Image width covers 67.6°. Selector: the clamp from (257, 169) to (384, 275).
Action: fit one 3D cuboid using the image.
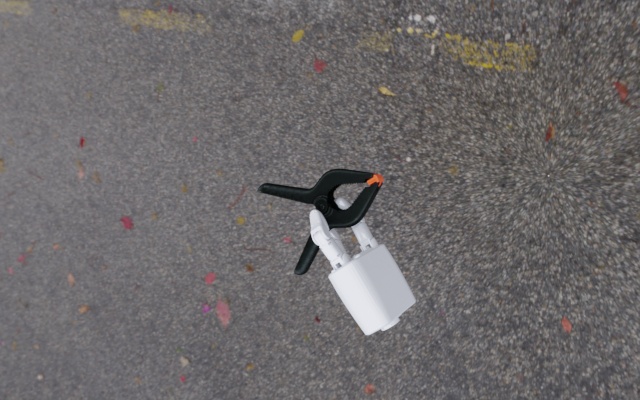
[{"bbox_3d":[0.000,0.002,0.762,0.210,0.164,0.036,-35,-9,23],"label":"clamp"}]
